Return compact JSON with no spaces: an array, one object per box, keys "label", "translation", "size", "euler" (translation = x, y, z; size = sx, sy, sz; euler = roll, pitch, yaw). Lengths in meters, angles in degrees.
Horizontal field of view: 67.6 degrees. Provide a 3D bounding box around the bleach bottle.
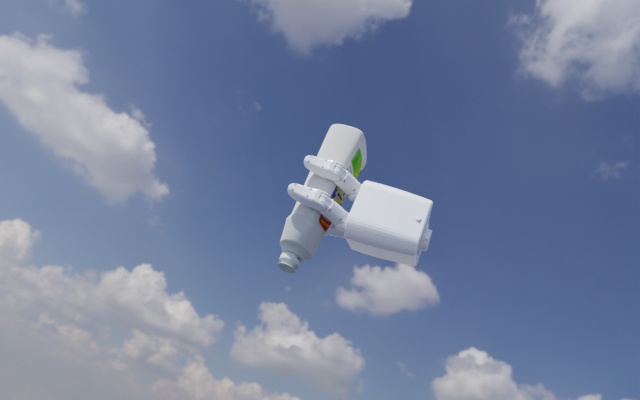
[{"label":"bleach bottle","translation":[0.000,0.002,0.739],"size":[0.068,0.250,0.103],"euler":[16,-31,16]}]
